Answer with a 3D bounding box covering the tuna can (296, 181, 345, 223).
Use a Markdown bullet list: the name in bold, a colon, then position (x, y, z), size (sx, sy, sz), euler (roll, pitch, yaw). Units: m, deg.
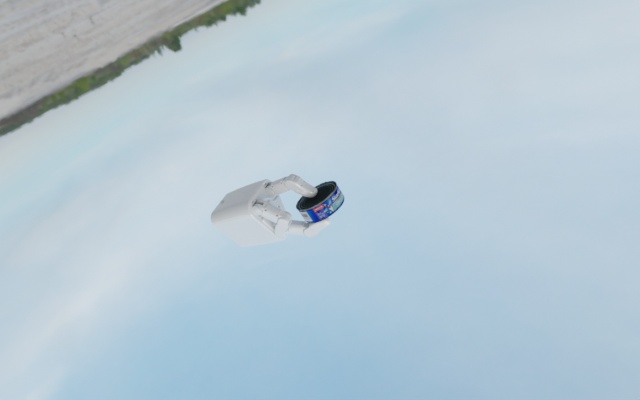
- **tuna can**: position (0.000, 0.003, 0.866), size (0.086, 0.034, 0.086), euler (-28, 22, 12)
